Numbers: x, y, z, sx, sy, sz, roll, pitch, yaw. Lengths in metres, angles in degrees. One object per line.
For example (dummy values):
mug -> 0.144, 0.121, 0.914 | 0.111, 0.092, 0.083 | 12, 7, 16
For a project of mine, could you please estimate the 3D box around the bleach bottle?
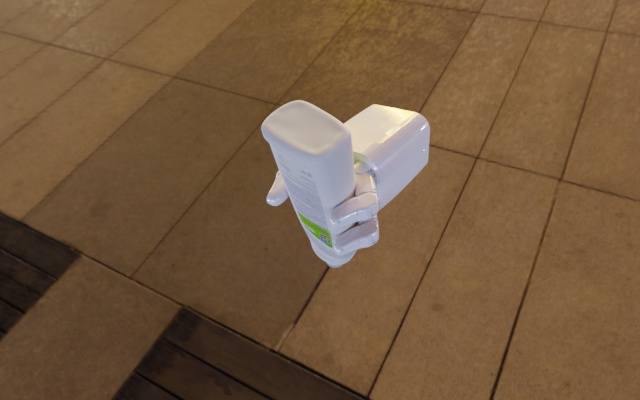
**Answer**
bleach bottle -> 0.000, 0.002, 0.600 | 0.068, 0.251, 0.102 | -40, 56, -22
